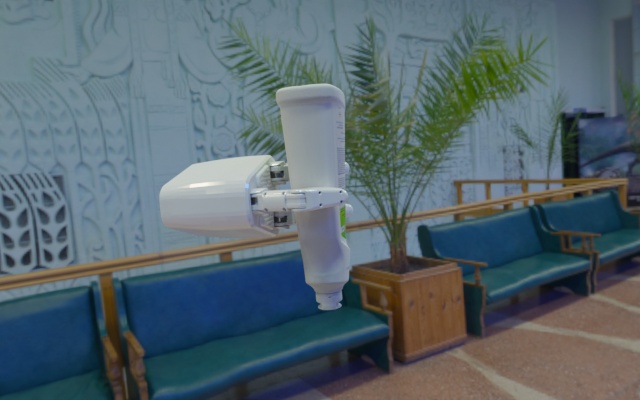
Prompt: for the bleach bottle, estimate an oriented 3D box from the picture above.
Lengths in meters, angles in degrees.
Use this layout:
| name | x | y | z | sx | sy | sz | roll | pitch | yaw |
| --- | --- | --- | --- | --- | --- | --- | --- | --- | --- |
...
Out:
| name | x | y | z | sx | sy | sz | roll | pitch | yaw |
| --- | --- | --- | --- | --- | --- | --- | --- | --- | --- |
| bleach bottle | 0.000 | 0.002 | 0.546 | 0.068 | 0.251 | 0.102 | -3 | 5 | 14 |
